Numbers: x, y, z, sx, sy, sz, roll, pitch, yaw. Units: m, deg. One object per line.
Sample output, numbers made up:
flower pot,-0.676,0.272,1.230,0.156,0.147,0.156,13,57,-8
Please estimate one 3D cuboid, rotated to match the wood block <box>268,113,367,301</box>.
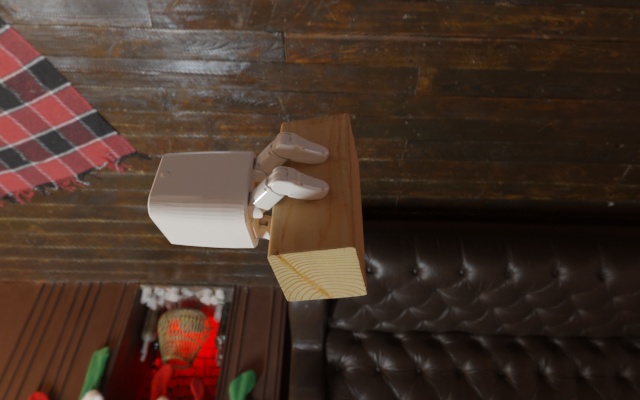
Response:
wood block,0.000,0.002,0.556,0.090,0.206,0.091,-7,-43,8
